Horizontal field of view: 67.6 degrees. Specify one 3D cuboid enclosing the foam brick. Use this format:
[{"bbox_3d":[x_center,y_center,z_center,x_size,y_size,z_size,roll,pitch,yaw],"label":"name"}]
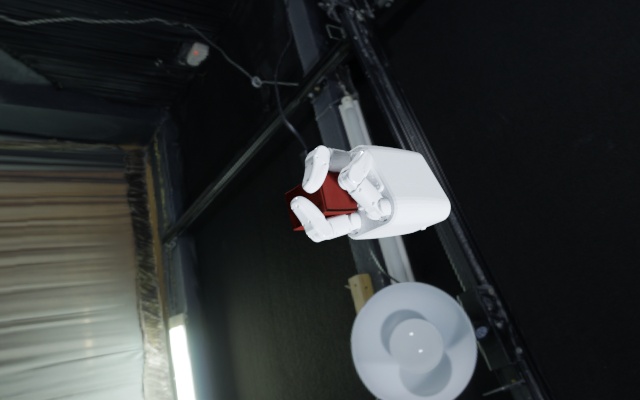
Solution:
[{"bbox_3d":[0.000,0.002,0.606,0.051,0.053,0.078,-1,-18,-38],"label":"foam brick"}]
